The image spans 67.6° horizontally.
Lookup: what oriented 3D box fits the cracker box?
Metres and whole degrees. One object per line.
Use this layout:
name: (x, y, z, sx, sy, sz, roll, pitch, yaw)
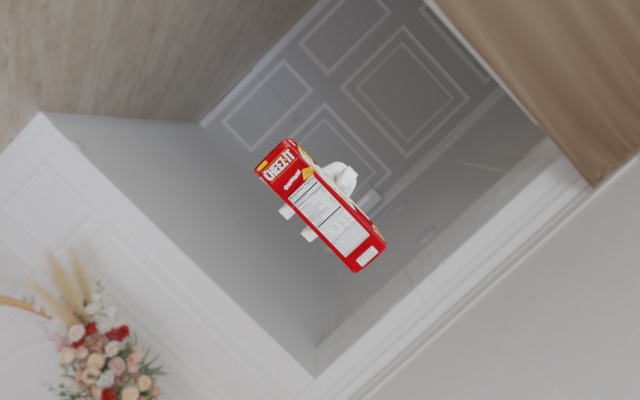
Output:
cracker box: (0.000, 0.002, 0.748, 0.072, 0.214, 0.164, -44, 5, 5)
